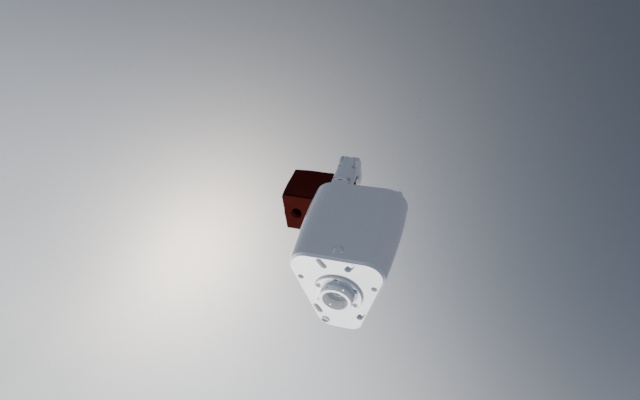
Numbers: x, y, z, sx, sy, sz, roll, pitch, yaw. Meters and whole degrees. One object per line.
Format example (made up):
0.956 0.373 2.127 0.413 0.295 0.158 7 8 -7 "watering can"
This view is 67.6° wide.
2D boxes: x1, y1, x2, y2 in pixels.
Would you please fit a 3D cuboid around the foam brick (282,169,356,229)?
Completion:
0.000 0.002 0.566 0.078 0.053 0.051 8 42 16 "foam brick"
